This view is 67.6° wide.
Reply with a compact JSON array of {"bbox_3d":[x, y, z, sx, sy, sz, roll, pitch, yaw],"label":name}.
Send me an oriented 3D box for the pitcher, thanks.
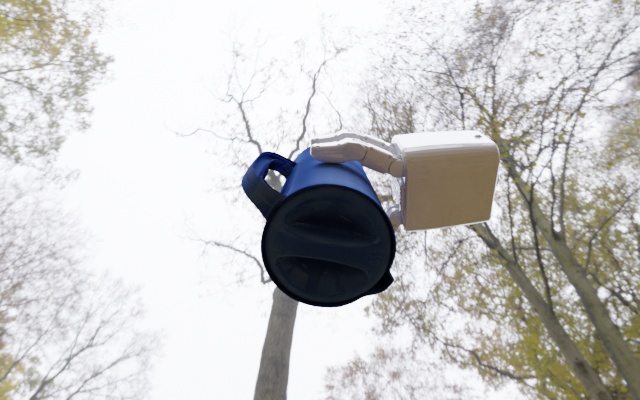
[{"bbox_3d":[0.000,0.002,0.569,0.145,0.149,0.242,-7,20,3],"label":"pitcher"}]
